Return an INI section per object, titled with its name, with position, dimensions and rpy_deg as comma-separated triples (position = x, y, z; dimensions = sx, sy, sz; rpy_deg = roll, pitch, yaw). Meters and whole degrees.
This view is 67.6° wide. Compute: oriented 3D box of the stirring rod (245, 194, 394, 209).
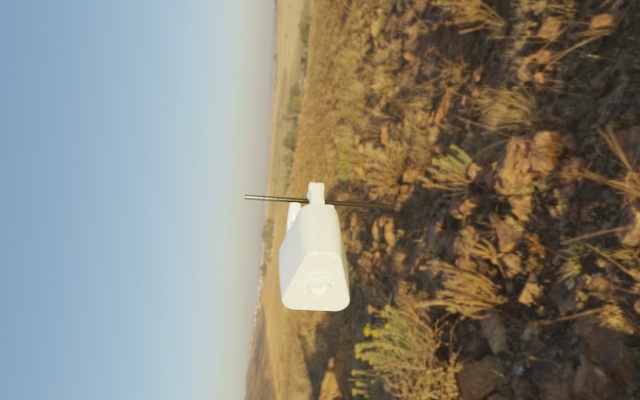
[stirring rod]
position = 0.000, 0.002, 0.768
dimensions = 0.239, 0.011, 0.011
rpy_deg = 4, -1, -7
